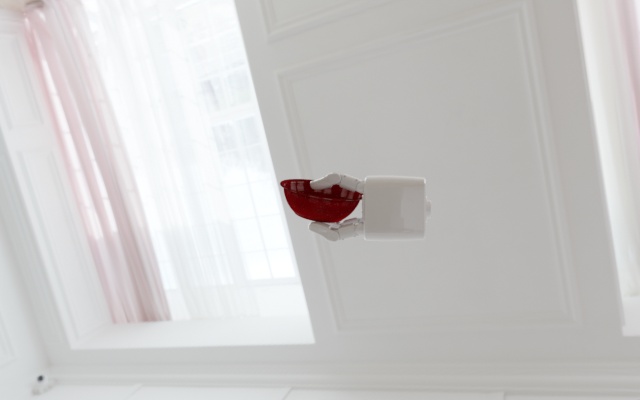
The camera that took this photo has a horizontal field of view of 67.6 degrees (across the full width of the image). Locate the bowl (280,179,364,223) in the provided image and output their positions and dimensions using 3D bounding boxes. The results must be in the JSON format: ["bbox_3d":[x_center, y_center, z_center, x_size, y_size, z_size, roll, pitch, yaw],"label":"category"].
[{"bbox_3d":[-0.001,0.003,0.898,0.162,0.055,0.162,9,13,-2],"label":"bowl"}]
